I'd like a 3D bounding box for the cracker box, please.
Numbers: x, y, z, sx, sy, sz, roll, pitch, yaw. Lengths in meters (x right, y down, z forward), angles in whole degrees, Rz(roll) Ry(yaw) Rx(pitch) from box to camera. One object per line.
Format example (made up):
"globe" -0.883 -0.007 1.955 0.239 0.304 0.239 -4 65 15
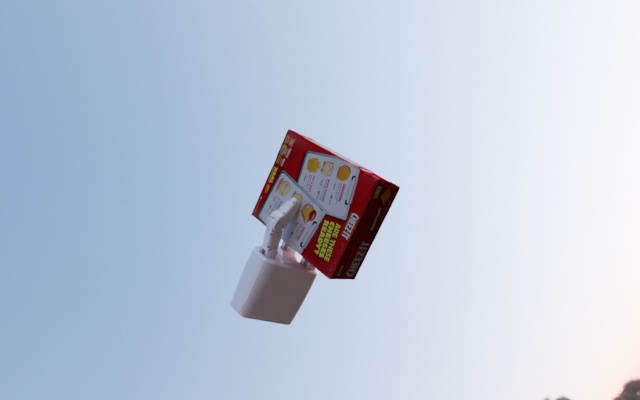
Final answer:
"cracker box" 0.000 0.002 0.763 0.072 0.164 0.213 13 16 -48
